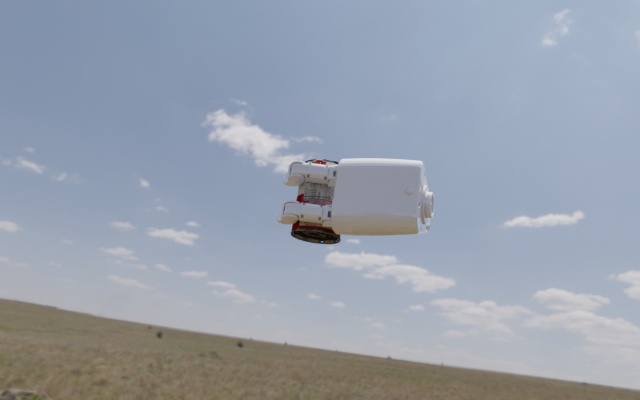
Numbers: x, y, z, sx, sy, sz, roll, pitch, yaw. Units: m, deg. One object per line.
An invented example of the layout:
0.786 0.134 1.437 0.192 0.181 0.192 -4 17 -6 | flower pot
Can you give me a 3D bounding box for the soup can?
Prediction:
0.000 0.002 0.653 0.068 0.102 0.068 7 -18 2 | soup can
